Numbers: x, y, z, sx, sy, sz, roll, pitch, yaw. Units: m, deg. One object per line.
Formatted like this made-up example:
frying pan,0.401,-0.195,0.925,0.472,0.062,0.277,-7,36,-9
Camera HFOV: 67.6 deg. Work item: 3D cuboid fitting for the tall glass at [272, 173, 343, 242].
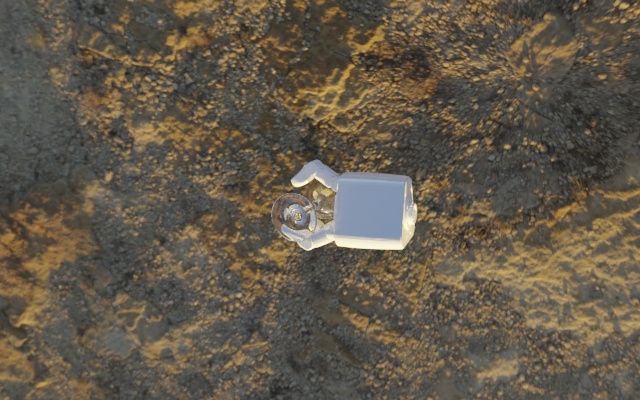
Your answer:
tall glass,0.000,0.003,0.788,0.079,0.079,0.201,0,13,24
